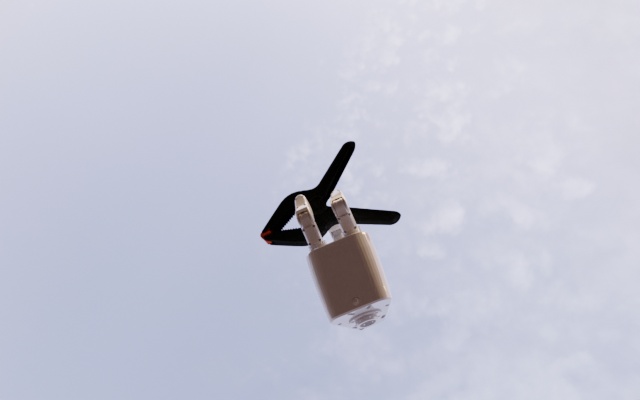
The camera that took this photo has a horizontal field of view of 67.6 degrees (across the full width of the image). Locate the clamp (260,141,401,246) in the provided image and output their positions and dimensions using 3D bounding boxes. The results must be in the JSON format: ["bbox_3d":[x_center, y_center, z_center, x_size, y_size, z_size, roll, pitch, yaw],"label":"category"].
[{"bbox_3d":[0.000,0.003,0.749,0.210,0.164,0.036,-23,-32,5],"label":"clamp"}]
